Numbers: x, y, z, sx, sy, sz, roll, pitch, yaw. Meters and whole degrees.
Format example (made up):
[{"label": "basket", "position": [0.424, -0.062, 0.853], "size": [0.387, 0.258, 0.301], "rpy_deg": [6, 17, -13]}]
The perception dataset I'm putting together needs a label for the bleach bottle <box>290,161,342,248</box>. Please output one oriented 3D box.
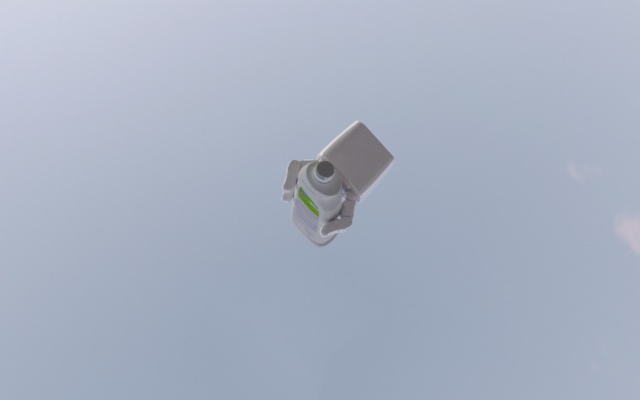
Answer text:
[{"label": "bleach bottle", "position": [0.000, 0.003, 0.845], "size": [0.068, 0.102, 0.251], "rpy_deg": [-44, -11, -20]}]
